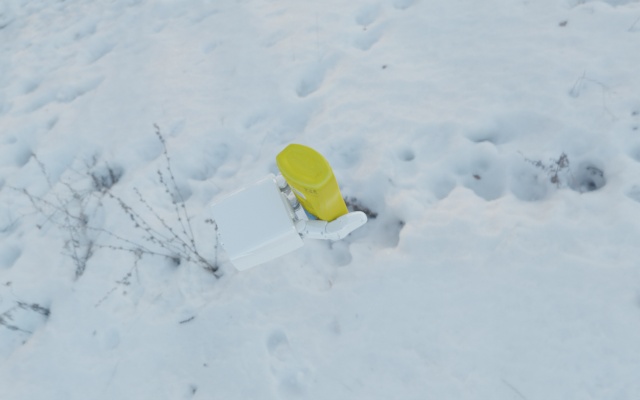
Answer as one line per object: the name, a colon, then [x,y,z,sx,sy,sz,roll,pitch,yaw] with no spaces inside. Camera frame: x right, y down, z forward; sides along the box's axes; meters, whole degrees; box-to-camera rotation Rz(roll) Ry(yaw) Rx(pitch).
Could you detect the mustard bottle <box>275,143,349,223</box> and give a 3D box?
mustard bottle: [0.000,0.002,0.714,0.096,0.058,0.192,36,-16,33]
